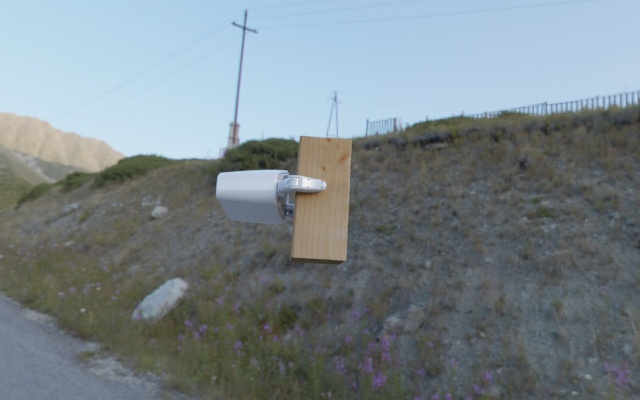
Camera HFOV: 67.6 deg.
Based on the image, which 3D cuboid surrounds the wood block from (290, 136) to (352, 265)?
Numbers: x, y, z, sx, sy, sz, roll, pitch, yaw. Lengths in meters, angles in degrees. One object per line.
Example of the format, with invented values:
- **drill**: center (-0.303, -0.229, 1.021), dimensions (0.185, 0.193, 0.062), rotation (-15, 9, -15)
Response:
- **wood block**: center (0.000, 0.002, 0.824), dimensions (0.090, 0.206, 0.091), rotation (4, -11, -4)
